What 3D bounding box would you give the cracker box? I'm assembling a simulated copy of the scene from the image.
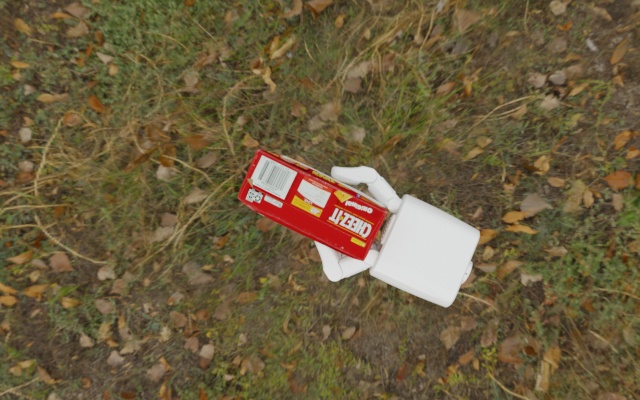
[{"bbox_3d":[0.000,0.002,0.633,0.164,0.072,0.213,26,5,5],"label":"cracker box"}]
